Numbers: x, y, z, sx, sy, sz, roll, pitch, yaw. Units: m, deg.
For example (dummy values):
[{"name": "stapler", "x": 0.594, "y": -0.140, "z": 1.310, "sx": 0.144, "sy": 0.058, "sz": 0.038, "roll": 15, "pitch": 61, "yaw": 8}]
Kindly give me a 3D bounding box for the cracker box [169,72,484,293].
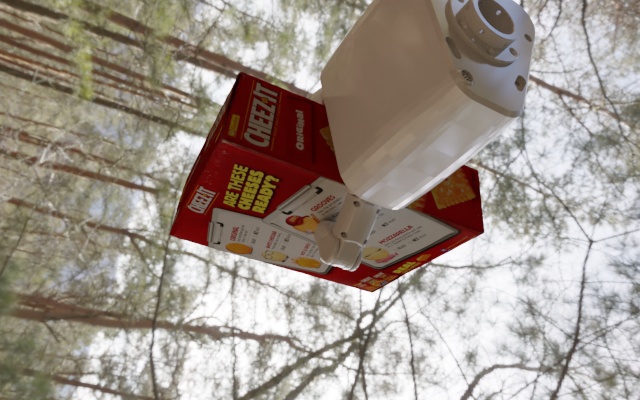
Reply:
[{"name": "cracker box", "x": 0.000, "y": 0.002, "z": 0.409, "sx": 0.214, "sy": 0.072, "sz": 0.164, "roll": 19, "pitch": -34, "yaw": -20}]
